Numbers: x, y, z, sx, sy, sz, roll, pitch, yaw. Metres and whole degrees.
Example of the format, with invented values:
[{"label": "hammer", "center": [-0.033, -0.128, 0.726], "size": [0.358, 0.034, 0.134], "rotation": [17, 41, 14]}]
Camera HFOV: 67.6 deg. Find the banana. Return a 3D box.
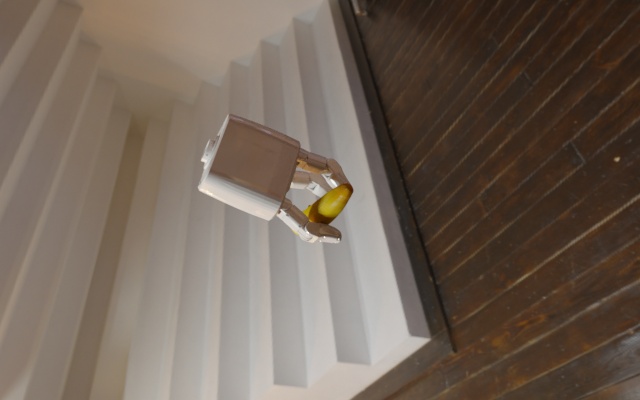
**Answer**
[{"label": "banana", "center": [-0.009, 0.019, 0.705], "size": [0.037, 0.069, 0.198], "rotation": [30, -16, -12]}]
